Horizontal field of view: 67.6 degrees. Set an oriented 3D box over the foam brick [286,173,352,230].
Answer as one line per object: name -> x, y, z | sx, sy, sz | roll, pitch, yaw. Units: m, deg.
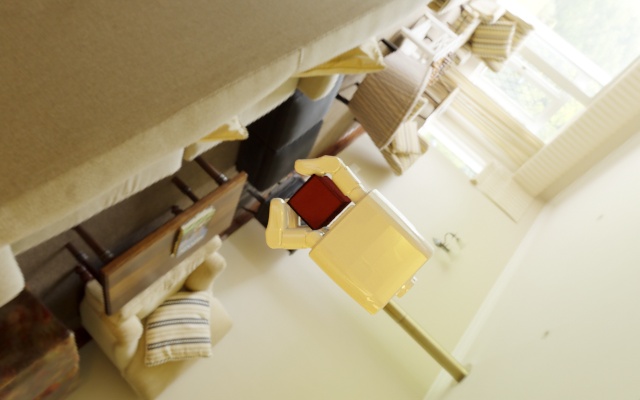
foam brick -> 0.000, 0.002, 0.615 | 0.051, 0.053, 0.078 | 45, 11, 8
